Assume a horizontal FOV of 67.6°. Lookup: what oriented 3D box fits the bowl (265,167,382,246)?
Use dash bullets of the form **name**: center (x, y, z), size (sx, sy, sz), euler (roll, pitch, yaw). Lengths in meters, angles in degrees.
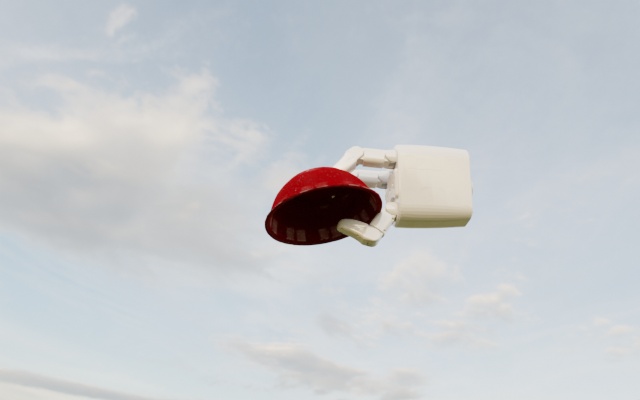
- **bowl**: center (-0.001, 0.002, 0.653), size (0.162, 0.055, 0.162), euler (-10, -30, -6)
